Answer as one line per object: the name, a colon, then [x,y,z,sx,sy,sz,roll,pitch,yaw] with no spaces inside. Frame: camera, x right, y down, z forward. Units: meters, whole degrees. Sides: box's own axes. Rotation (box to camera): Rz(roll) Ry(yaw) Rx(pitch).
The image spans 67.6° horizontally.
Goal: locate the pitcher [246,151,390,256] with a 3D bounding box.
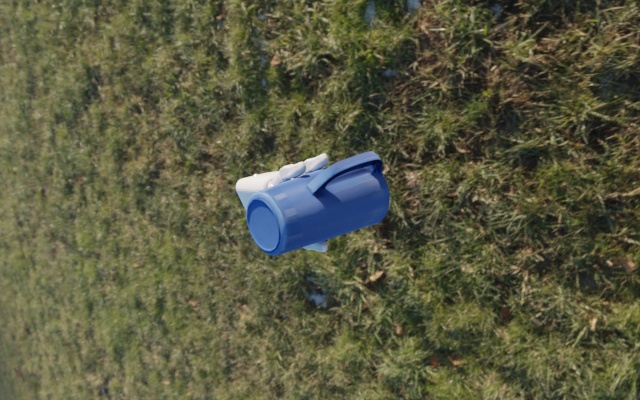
pitcher: [0.000,0.003,0.830,0.243,0.149,0.145,-18,16,-39]
